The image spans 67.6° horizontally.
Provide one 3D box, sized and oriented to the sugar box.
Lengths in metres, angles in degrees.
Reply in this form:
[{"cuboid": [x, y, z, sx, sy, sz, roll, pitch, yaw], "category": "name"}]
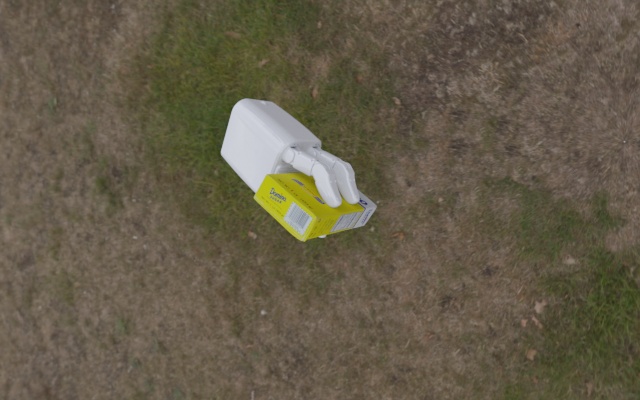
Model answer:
[{"cuboid": [0.000, 0.002, 0.661, 0.093, 0.048, 0.176, 41, 25, 21], "category": "sugar box"}]
